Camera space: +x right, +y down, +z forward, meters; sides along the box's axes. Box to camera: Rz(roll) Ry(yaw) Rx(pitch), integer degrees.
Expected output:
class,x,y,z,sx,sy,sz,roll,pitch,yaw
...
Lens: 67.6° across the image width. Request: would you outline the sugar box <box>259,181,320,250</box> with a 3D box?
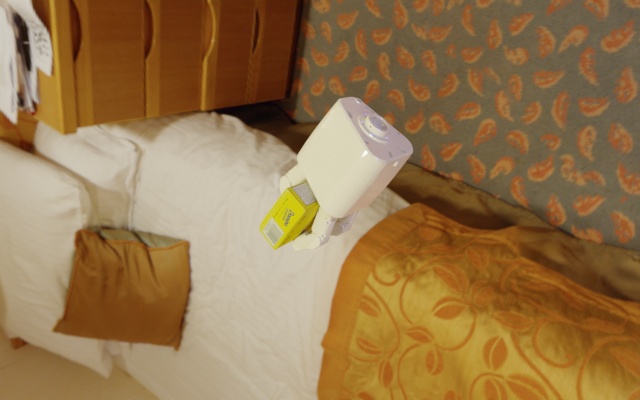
class,x,y,z,sx,sy,sz,roll,pitch,yaw
sugar box,0.000,0.003,0.682,0.176,0.048,0.093,-22,-22,-48
